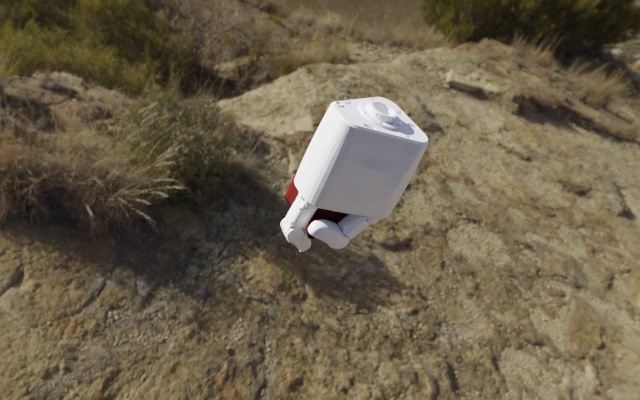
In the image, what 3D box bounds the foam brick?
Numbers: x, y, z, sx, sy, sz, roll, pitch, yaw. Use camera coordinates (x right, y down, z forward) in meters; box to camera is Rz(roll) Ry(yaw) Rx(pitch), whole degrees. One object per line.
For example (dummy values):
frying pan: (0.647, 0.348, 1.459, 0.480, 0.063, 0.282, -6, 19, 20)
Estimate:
foam brick: (0.000, 0.002, 0.592, 0.053, 0.051, 0.078, -2, 43, -35)
